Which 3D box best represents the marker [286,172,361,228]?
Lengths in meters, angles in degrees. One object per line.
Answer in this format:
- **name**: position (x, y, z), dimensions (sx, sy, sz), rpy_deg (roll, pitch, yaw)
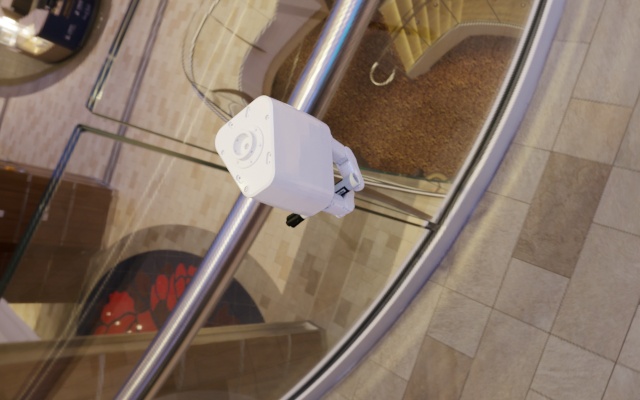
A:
- **marker**: position (0.000, 0.002, 0.627), dimensions (0.121, 0.020, 0.020), rpy_deg (-33, -17, 27)
